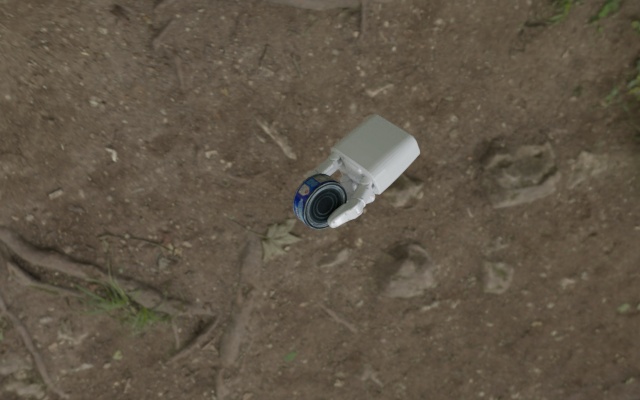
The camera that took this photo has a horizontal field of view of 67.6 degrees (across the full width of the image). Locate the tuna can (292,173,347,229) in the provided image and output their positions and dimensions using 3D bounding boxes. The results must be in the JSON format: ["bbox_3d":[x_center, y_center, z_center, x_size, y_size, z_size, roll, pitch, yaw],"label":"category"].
[{"bbox_3d":[0.000,0.003,0.761,0.086,0.086,0.033,0,25,-38],"label":"tuna can"}]
